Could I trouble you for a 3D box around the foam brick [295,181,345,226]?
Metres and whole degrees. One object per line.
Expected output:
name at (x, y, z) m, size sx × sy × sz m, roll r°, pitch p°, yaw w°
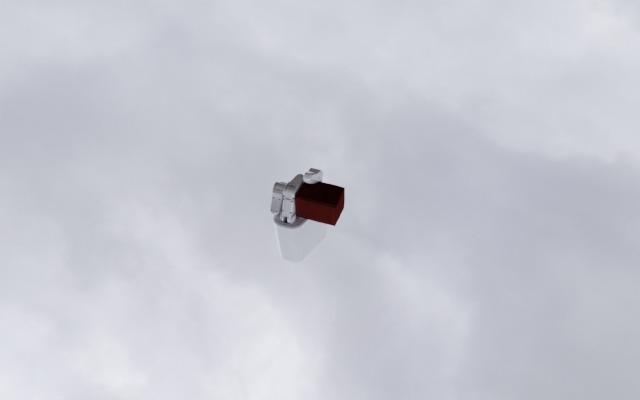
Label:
foam brick at (0.000, 0.003, 0.855) m, size 0.078 × 0.051 × 0.053 m, roll 14°, pitch 46°, yaw 16°
